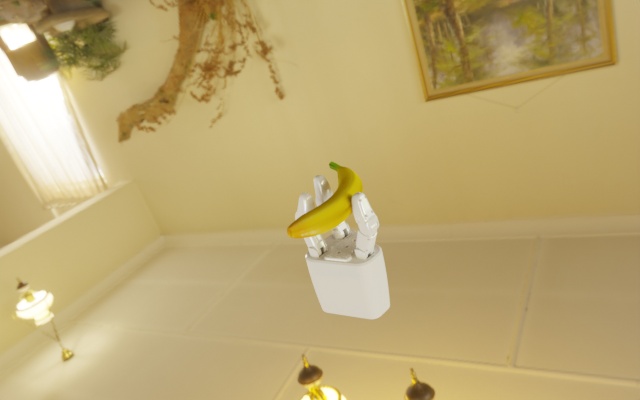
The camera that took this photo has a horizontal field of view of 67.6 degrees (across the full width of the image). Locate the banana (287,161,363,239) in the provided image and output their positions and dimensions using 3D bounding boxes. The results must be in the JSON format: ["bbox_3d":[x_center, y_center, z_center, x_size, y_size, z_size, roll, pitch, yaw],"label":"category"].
[{"bbox_3d":[0.019,0.001,0.675,0.069,0.037,0.197,3,30,19],"label":"banana"}]
